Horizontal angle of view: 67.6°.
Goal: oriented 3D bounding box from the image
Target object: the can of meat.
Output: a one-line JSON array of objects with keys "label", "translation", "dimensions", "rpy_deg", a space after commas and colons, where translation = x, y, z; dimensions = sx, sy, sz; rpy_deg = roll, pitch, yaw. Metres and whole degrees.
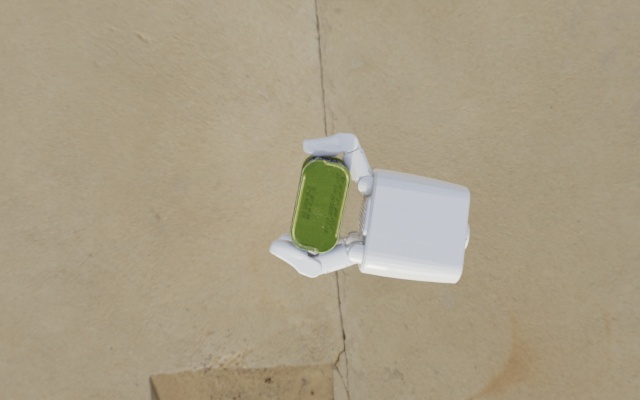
[{"label": "can of meat", "translation": [0.000, 0.002, 0.527], "dimensions": [0.057, 0.102, 0.084], "rpy_deg": [11, 7, -1]}]
